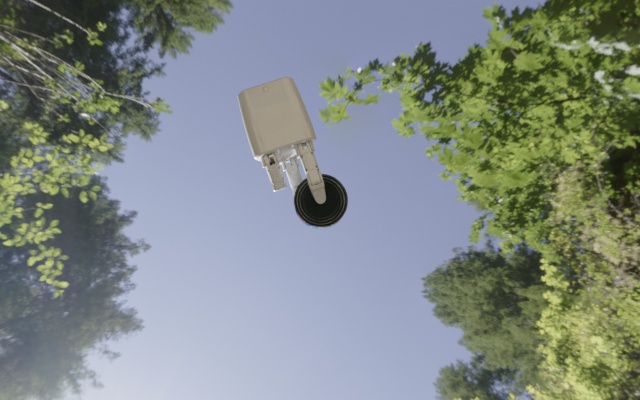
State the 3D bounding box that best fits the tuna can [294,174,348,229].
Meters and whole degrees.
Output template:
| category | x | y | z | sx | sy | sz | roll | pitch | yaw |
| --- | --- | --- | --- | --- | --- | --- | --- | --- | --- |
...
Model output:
| category | x | y | z | sx | sy | sz | roll | pitch | yaw |
| --- | --- | --- | --- | --- | --- | --- | --- | --- | --- |
| tuna can | 0.000 | 0.003 | 0.767 | 0.086 | 0.086 | 0.034 | 0 | -11 | -2 |
